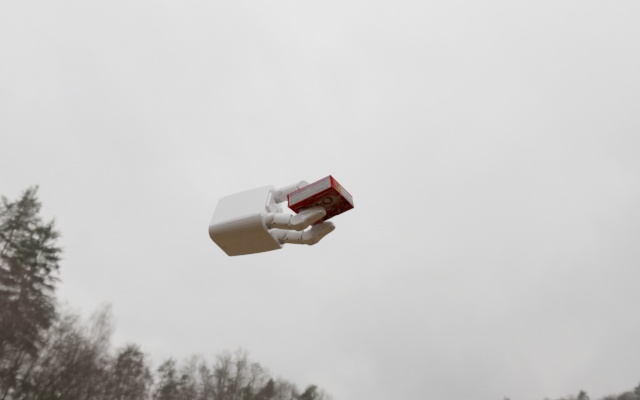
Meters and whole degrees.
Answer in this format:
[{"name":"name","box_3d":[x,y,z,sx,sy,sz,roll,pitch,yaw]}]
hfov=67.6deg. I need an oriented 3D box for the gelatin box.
[{"name":"gelatin box","box_3d":[0.000,0.002,0.795,0.089,0.030,0.073,-25,-41,22]}]
